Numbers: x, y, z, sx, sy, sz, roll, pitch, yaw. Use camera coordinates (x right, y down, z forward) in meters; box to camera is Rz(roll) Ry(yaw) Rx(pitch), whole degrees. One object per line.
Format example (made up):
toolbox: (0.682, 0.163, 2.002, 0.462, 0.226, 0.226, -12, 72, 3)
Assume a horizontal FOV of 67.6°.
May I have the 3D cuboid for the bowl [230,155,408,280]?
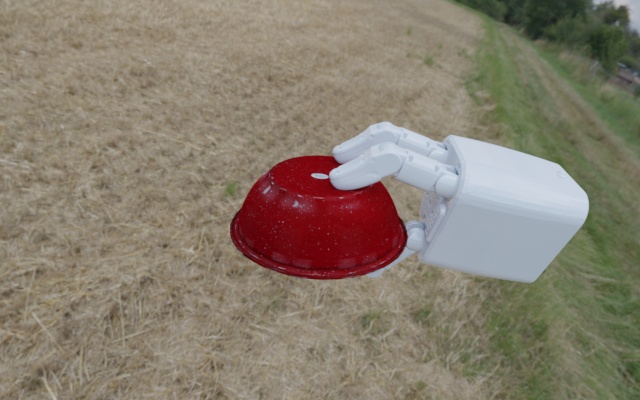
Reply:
bowl: (-0.001, 0.001, 0.425, 0.162, 0.055, 0.162, 2, 27, -1)
